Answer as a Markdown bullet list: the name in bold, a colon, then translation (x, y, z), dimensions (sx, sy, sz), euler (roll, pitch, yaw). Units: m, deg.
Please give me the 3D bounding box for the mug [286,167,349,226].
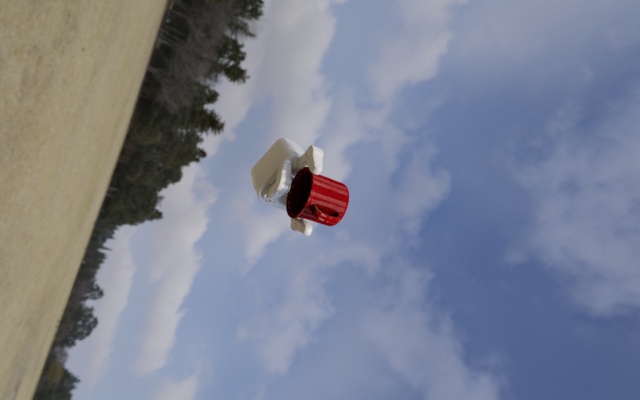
- **mug**: translation (0.001, 0.003, 0.828), dimensions (0.081, 0.093, 0.117), euler (19, 21, -27)
